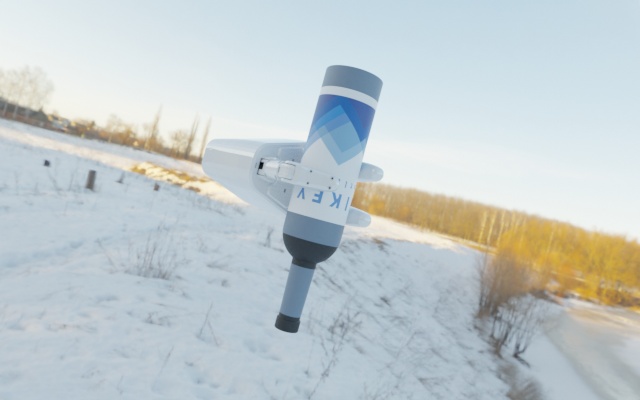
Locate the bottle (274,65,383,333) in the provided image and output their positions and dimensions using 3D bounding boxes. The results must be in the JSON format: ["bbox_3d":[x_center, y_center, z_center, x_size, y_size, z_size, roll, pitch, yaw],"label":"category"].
[{"bbox_3d":[0.000,0.002,0.536,0.069,0.295,0.069,15,-1,0],"label":"bottle"}]
